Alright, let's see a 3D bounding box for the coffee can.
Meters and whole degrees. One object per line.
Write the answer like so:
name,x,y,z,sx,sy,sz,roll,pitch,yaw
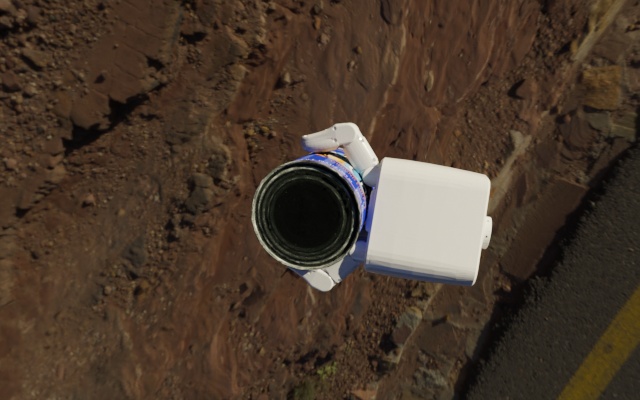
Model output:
coffee can,0.000,0.002,0.495,0.103,0.103,0.140,0,11,12
